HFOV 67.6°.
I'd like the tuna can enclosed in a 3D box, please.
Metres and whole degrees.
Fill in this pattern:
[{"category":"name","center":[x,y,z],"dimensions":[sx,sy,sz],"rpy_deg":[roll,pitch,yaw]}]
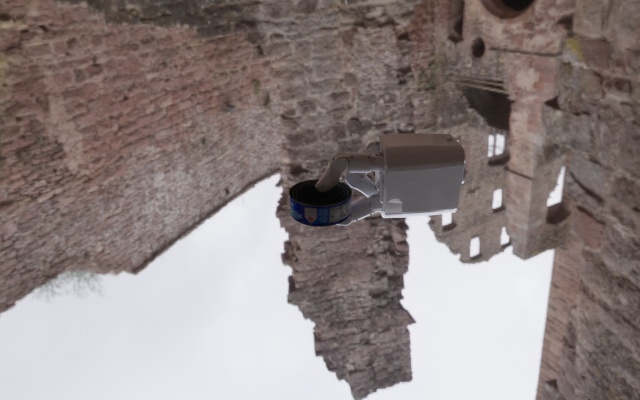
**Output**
[{"category":"tuna can","center":[0.000,0.003,0.655],"dimensions":[0.086,0.034,0.086],"rpy_deg":[0,26,0]}]
